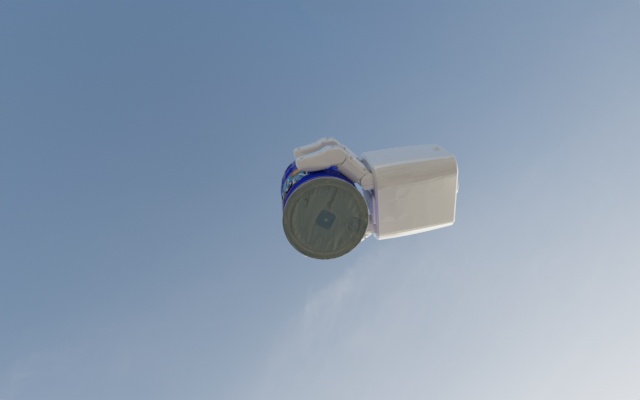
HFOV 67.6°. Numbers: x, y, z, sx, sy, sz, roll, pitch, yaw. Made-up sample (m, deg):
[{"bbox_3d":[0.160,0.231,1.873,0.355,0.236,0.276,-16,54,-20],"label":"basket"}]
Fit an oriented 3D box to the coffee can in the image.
[{"bbox_3d":[0.000,0.002,0.625,0.103,0.103,0.140,0,18,-6],"label":"coffee can"}]
